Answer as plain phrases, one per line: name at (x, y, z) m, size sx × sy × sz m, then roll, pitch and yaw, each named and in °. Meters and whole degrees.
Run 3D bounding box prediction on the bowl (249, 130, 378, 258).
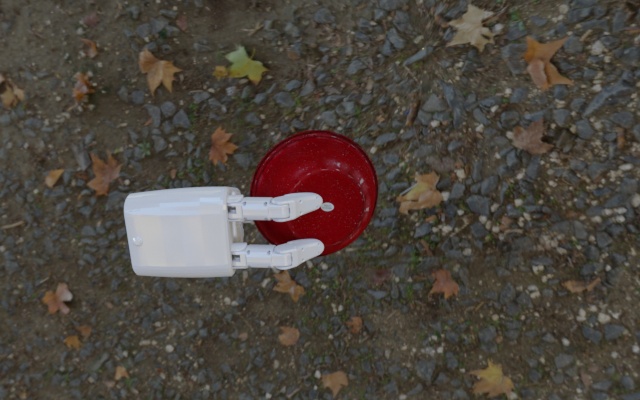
bowl at (0.001, 0.002, 0.558) m, size 0.162 × 0.162 × 0.055 m, roll 0°, pitch 17°, yaw -14°
